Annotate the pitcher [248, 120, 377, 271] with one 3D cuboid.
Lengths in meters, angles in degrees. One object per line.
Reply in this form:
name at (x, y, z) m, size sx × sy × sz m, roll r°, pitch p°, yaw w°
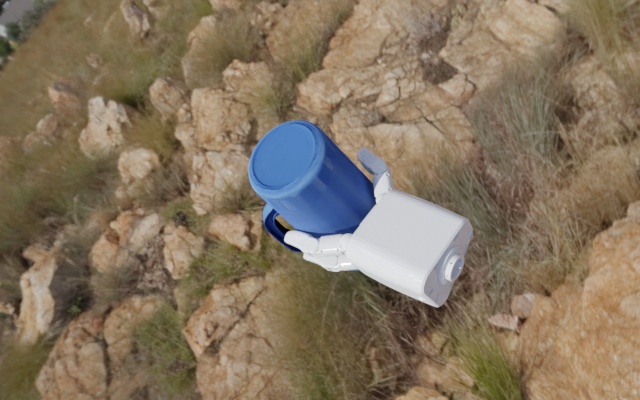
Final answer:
pitcher at (0.000, 0.002, 0.657) m, size 0.145 × 0.149 × 0.243 m, roll 26°, pitch -11°, yaw 37°
